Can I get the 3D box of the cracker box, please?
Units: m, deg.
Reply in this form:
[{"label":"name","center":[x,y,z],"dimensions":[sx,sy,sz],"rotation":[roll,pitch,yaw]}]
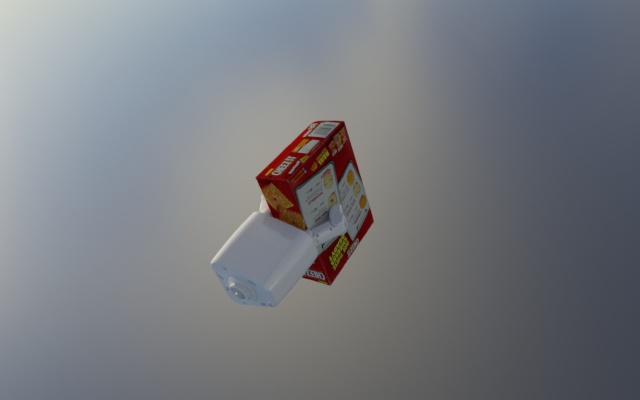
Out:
[{"label":"cracker box","center":[0.000,0.002,0.774],"dimensions":[0.072,0.214,0.164],"rotation":[8,43,35]}]
